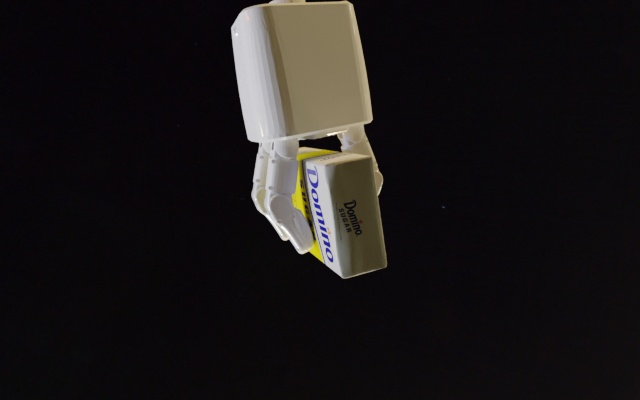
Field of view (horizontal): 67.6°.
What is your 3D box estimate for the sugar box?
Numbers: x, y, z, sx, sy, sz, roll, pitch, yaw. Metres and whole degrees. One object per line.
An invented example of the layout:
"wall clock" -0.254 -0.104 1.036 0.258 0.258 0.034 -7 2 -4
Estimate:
"sugar box" -0.001 0.001 0.445 0.048 0.093 0.176 -12 11 -14
